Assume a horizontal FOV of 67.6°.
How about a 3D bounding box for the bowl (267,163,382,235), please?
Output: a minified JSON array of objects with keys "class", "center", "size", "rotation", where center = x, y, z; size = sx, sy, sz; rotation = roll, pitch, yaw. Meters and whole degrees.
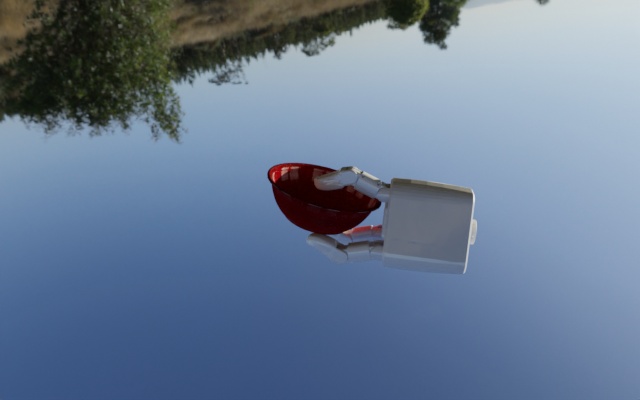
[{"class":"bowl","center":[-0.001,0.002,0.662],"size":[0.162,0.055,0.162],"rotation":[14,22,-6]}]
